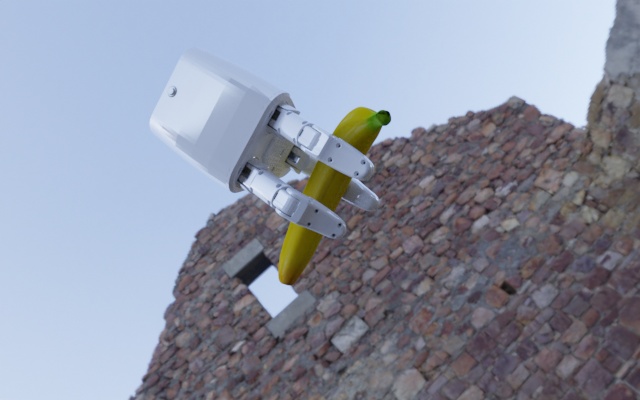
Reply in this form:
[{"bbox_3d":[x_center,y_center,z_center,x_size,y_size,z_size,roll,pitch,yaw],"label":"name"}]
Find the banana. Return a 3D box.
[{"bbox_3d":[0.005,-0.010,0.433,0.037,0.198,0.069,26,30,-2],"label":"banana"}]
